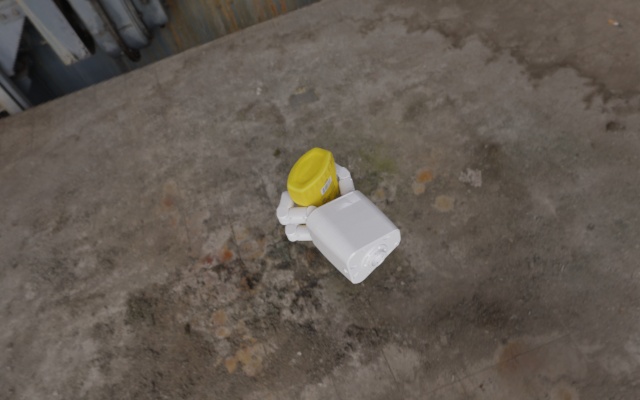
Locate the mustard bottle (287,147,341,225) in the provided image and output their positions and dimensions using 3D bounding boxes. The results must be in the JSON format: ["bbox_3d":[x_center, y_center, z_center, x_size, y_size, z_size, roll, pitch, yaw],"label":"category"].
[{"bbox_3d":[0.000,0.002,0.837,0.058,0.096,0.192,19,-29,25],"label":"mustard bottle"}]
